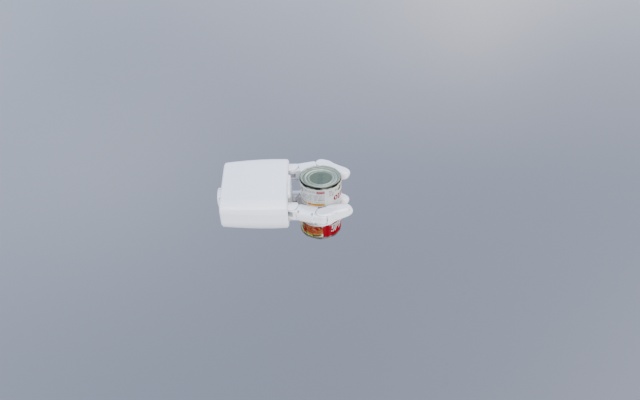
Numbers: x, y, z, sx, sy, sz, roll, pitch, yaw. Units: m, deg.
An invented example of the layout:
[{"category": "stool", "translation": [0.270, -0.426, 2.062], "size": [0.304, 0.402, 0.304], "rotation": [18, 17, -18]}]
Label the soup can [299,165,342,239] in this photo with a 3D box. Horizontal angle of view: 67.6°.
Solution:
[{"category": "soup can", "translation": [0.001, 0.002, 0.774], "size": [0.068, 0.102, 0.068], "rotation": [0, 36, 0]}]
